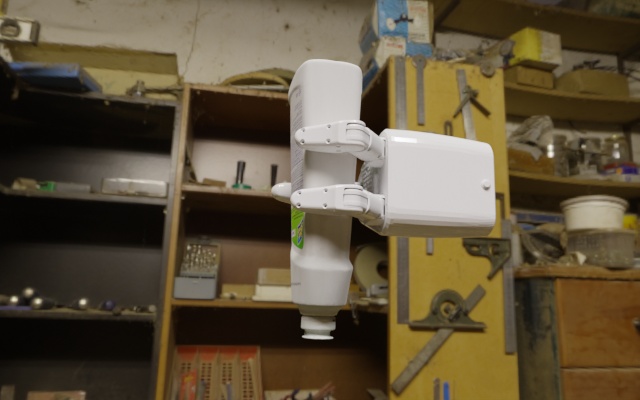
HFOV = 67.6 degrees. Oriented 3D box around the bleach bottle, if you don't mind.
[{"bbox_3d":[0.000,0.001,0.459,0.068,0.250,0.102,4,-11,-10],"label":"bleach bottle"}]
